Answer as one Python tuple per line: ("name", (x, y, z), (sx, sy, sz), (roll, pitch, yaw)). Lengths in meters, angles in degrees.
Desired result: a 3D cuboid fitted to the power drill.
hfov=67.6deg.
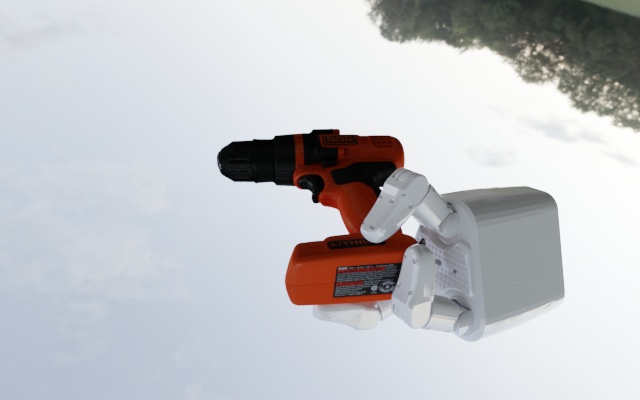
("power drill", (0.000, 0.002, 0.419), (0.184, 0.057, 0.187), (-3, 41, -6))
